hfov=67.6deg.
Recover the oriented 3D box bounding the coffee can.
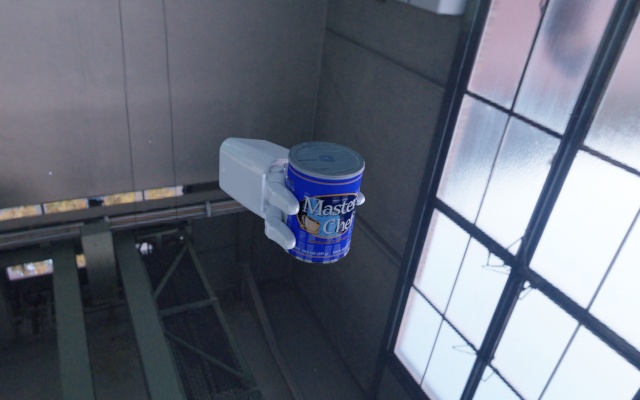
[{"bbox_3d":[0.000,0.002,0.668,0.103,0.140,0.102,6,30,-3],"label":"coffee can"}]
